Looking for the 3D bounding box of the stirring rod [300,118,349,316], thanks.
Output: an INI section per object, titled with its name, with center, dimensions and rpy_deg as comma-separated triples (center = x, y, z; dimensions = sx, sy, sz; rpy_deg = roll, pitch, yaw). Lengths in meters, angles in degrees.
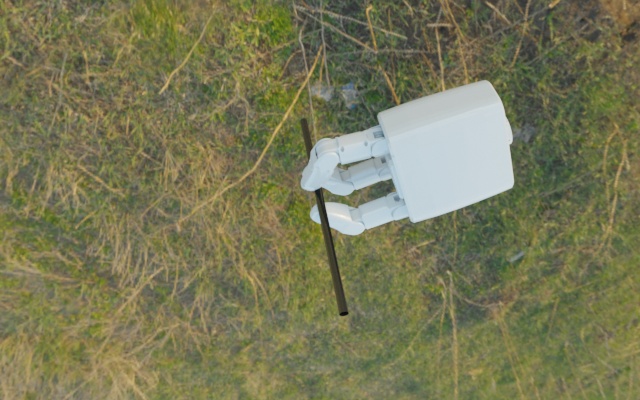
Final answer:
[stirring rod]
center = 0.000, 0.001, 0.468
dimensions = 0.011, 0.239, 0.011
rpy_deg = -7, -39, -6
